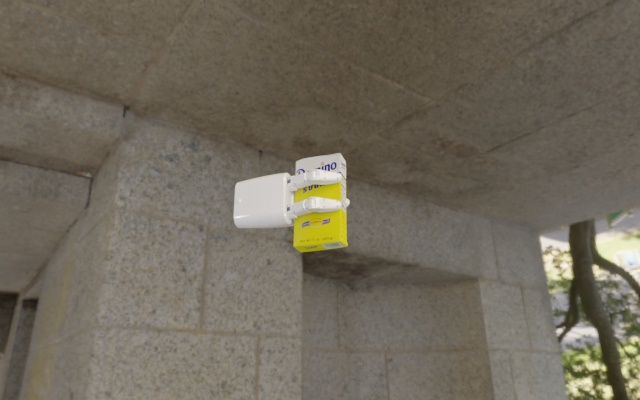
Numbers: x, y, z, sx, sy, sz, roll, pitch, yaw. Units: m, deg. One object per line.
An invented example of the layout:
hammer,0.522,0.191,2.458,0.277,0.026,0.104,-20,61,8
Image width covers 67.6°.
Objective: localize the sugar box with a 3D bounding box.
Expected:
sugar box,0.000,0.003,0.885,0.093,0.176,0.048,-8,-22,17
